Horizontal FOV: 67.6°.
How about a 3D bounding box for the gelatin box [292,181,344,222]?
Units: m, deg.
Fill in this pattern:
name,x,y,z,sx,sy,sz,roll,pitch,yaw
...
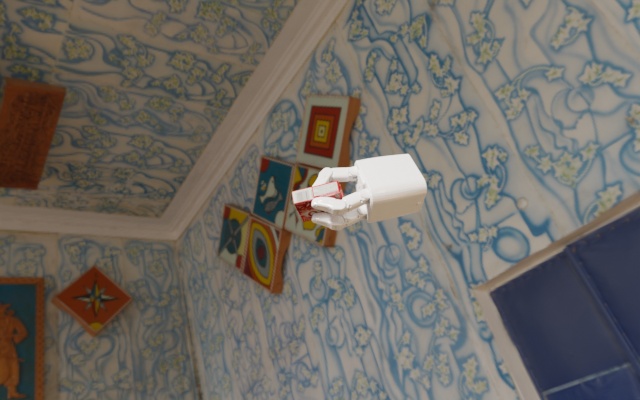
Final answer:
name,x,y,z,sx,sy,sz,roll,pitch,yaw
gelatin box,0.000,0.003,0.876,0.089,0.030,0.073,-13,-31,6
